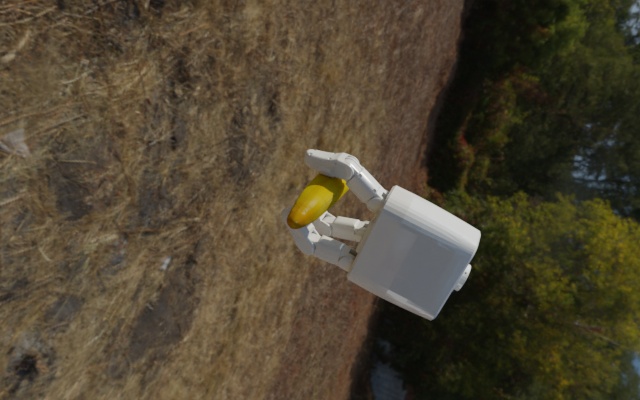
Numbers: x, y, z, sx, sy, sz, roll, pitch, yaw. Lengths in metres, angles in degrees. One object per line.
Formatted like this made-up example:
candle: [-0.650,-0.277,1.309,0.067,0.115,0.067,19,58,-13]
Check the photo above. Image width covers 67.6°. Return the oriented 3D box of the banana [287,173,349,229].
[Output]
banana: [0.011,-0.014,0.563,0.037,0.070,0.197,35,15,4]
